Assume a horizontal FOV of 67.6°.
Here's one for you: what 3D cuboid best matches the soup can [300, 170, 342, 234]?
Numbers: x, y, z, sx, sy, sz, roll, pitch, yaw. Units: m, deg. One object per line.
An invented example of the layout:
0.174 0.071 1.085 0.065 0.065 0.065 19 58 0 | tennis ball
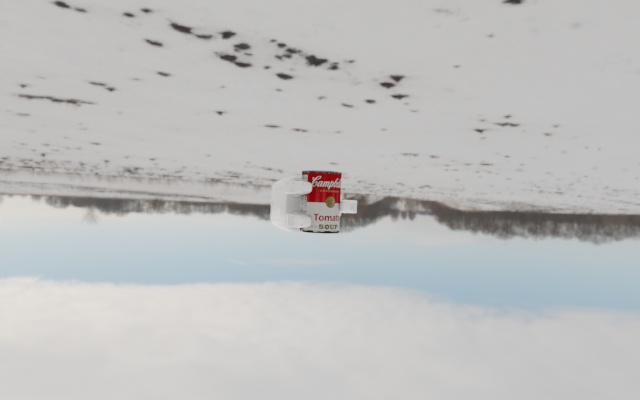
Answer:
0.000 0.003 0.801 0.068 0.102 0.068 2 -1 0 | soup can
